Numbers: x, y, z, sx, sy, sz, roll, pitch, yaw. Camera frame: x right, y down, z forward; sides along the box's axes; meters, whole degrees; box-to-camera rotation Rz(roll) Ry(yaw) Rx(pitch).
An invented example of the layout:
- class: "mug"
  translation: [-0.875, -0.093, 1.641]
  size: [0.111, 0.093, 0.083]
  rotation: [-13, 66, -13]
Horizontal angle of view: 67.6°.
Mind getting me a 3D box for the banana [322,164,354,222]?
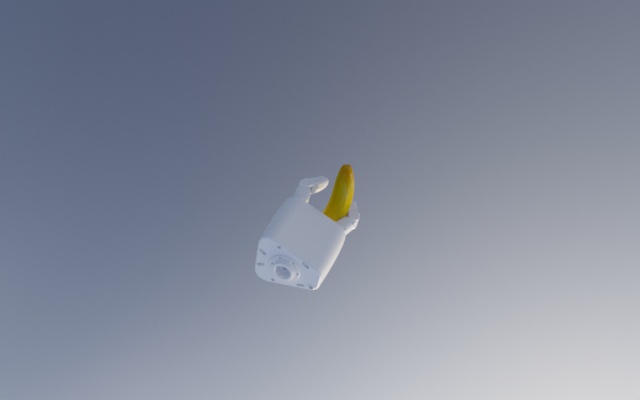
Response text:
- class: "banana"
  translation: [0.011, 0.018, 0.822]
  size: [0.037, 0.069, 0.198]
  rotation: [-37, -7, -46]
